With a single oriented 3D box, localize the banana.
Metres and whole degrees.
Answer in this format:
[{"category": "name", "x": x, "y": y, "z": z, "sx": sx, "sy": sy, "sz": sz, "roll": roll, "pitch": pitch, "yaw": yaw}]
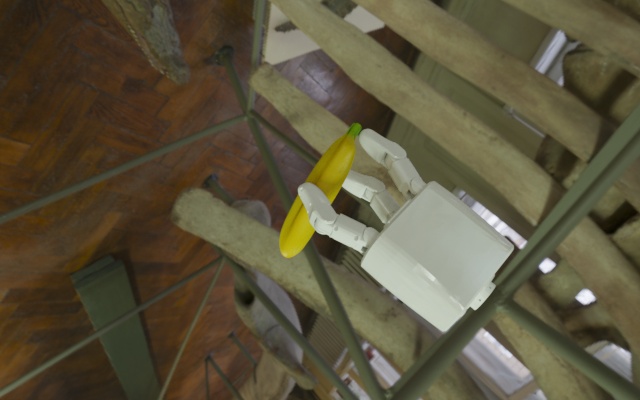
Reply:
[{"category": "banana", "x": -0.006, "y": 0.003, "z": 0.555, "sx": 0.037, "sy": 0.198, "sz": 0.069, "roll": 37, "pitch": 25, "yaw": 12}]
